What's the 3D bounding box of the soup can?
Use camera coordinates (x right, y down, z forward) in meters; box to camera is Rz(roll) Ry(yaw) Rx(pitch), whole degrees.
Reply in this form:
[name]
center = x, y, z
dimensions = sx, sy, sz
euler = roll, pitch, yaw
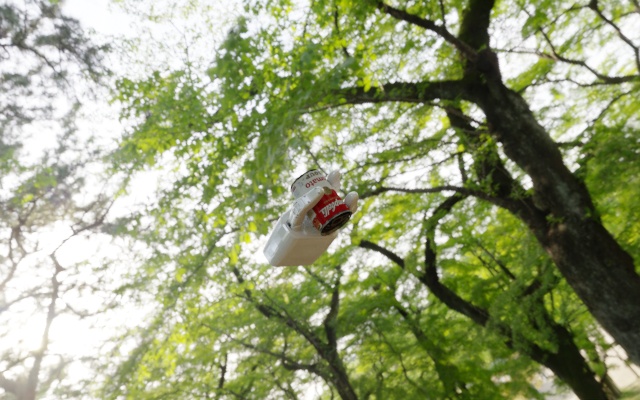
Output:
[soup can]
center = 0.000, 0.002, 0.848
dimensions = 0.068, 0.102, 0.068
euler = -31, -22, -14
